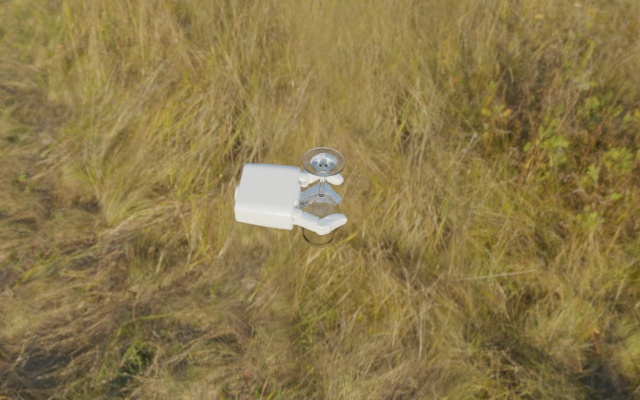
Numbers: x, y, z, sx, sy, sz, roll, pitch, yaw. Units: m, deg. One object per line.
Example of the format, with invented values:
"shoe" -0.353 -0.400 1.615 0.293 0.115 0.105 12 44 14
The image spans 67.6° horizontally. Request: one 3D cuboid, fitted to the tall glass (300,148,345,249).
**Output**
"tall glass" 0.000 0.002 0.881 0.079 0.079 0.201 0 -44 -3
